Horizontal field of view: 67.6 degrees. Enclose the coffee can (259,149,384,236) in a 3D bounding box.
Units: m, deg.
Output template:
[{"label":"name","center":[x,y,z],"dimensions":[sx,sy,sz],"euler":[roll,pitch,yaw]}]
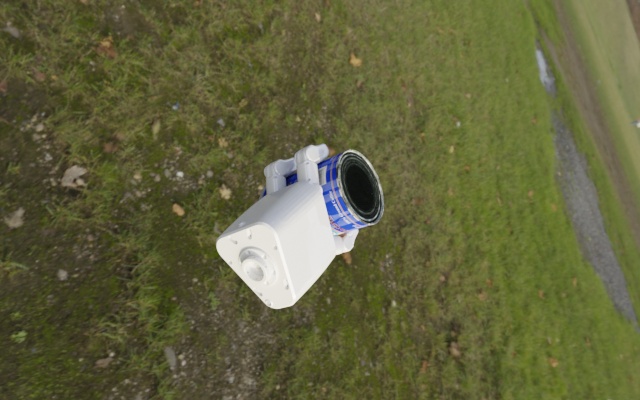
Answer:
[{"label":"coffee can","center":[0.000,0.002,0.653],"dimensions":[0.140,0.103,0.103],"euler":[-21,-12,35]}]
